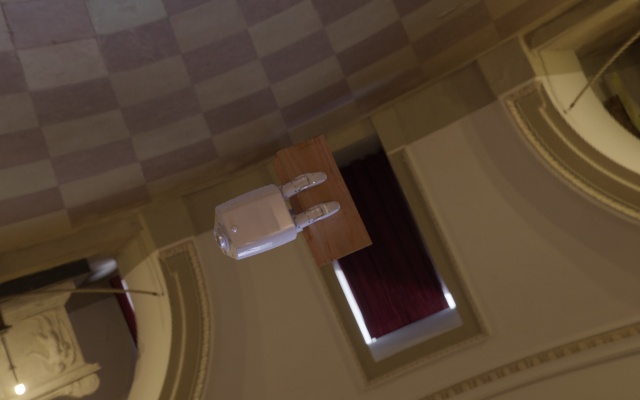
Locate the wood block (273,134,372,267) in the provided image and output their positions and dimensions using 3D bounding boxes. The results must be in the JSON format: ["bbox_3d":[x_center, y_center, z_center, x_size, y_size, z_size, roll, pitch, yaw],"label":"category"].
[{"bbox_3d":[0.000,0.003,0.842,0.090,0.206,0.091,-22,-6,-13],"label":"wood block"}]
